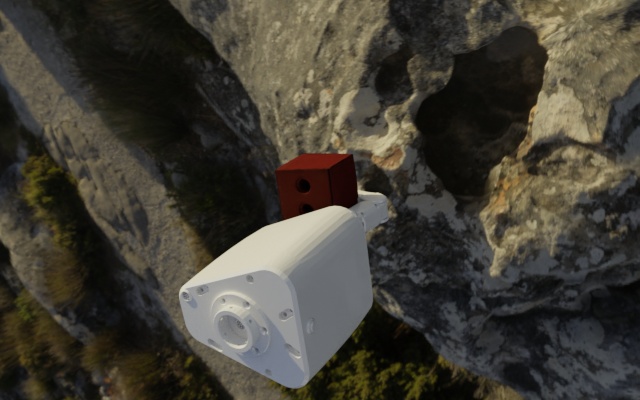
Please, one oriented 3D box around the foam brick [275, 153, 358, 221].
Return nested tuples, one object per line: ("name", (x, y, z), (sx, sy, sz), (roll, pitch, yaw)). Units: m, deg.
("foam brick", (0.000, 0.001, 0.421), (0.053, 0.078, 0.051), (1, 19, 30))
